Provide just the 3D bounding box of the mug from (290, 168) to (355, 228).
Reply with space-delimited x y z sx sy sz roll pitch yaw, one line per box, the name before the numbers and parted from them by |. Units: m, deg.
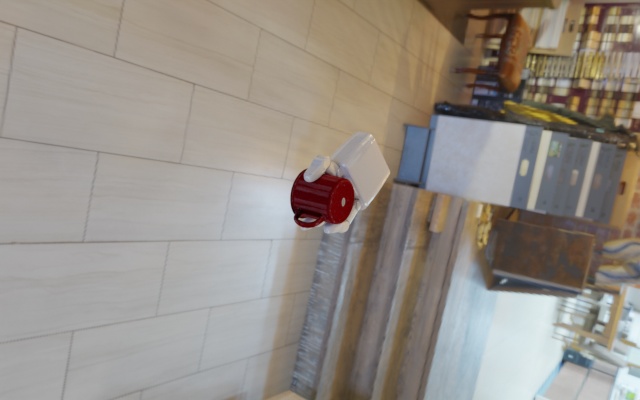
mug | 0.000 0.004 0.833 0.081 0.093 0.117 14 50 34
